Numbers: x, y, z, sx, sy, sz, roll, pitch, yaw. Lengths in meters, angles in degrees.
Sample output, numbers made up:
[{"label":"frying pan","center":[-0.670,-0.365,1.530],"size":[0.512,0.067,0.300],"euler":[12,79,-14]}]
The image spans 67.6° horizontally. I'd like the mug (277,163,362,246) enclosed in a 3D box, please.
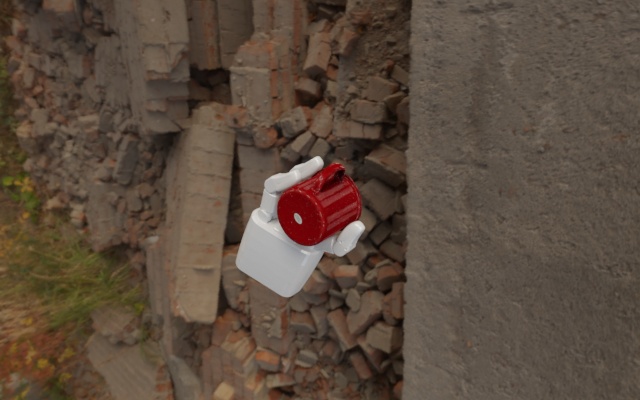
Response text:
[{"label":"mug","center":[0.001,0.001,0.635],"size":[0.093,0.117,0.081],"euler":[39,37,19]}]
